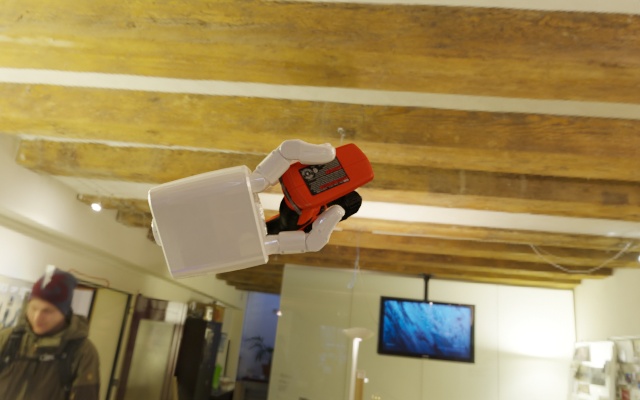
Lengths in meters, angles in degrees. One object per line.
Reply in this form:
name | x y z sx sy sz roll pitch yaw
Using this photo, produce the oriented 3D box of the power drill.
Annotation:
power drill | 0.000 0.002 0.614 0.184 0.057 0.188 -25 -16 -25
